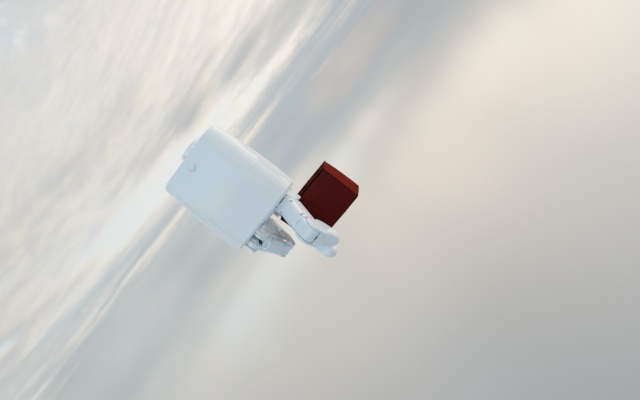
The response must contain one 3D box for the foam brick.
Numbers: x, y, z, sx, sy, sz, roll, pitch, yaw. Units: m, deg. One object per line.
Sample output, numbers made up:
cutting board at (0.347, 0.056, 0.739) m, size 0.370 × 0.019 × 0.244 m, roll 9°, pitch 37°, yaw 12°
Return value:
foam brick at (0.000, 0.002, 0.543) m, size 0.051 × 0.078 × 0.053 m, roll 39°, pitch 13°, yaw -6°
